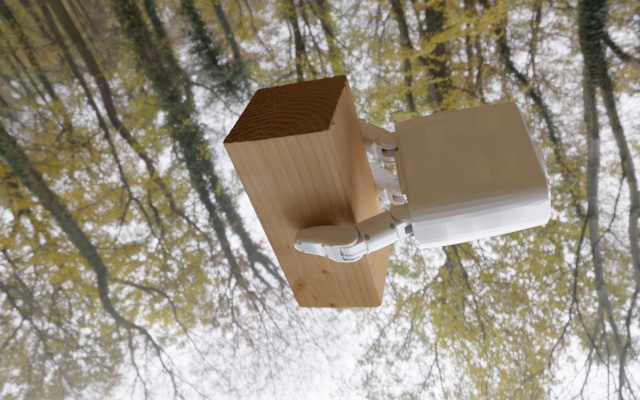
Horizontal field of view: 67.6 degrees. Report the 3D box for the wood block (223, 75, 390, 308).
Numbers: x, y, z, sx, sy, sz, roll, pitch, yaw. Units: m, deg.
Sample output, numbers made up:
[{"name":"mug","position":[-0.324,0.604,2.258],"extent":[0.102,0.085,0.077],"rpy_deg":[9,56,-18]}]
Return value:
[{"name":"wood block","position":[0.000,0.002,0.450],"extent":[0.090,0.206,0.090],"rpy_deg":[-4,39,20]}]
